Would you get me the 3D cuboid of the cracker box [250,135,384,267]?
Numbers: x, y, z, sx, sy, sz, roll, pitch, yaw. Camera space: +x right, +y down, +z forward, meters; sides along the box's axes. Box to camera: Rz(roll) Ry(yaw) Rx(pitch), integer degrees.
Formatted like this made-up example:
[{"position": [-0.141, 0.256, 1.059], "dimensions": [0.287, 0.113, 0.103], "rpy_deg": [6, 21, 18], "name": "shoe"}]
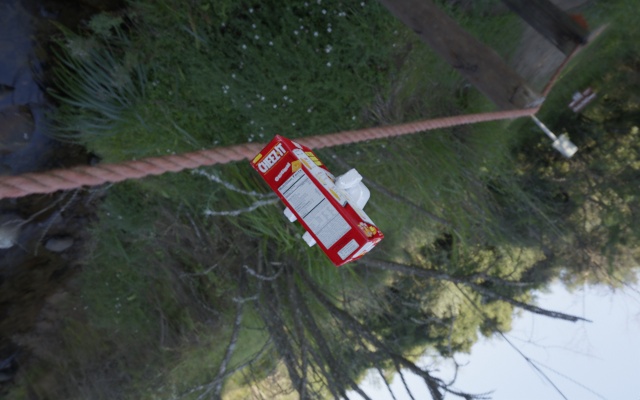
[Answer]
[{"position": [0.000, 0.003, 0.778], "dimensions": [0.072, 0.213, 0.164], "rpy_deg": [-43, -11, 11], "name": "cracker box"}]
